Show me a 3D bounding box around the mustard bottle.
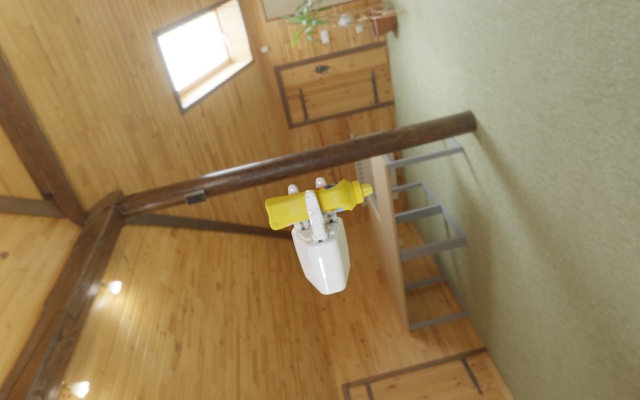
[{"bbox_3d":[0.000,0.003,0.861,0.191,0.058,0.096,-14,-3,-2],"label":"mustard bottle"}]
